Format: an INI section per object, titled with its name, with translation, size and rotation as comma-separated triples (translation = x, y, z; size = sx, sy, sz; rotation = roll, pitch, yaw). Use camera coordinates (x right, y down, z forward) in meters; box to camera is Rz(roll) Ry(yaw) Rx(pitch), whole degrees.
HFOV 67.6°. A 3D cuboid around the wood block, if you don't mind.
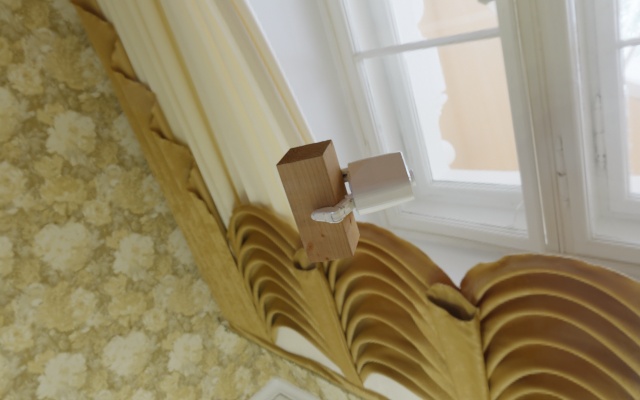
[wood block]
translation = 0.000, 0.003, 0.897
size = 0.090, 0.206, 0.090
rotation = -10, 23, 19
